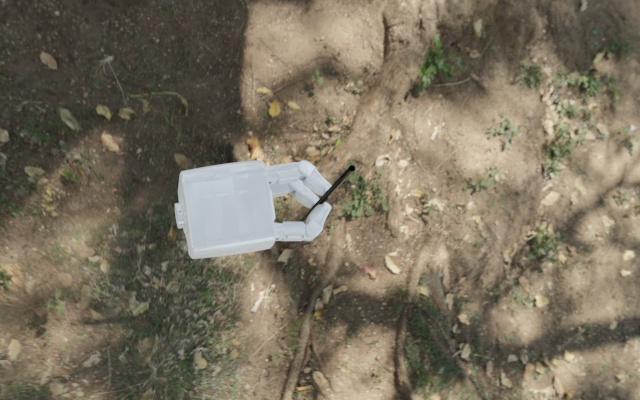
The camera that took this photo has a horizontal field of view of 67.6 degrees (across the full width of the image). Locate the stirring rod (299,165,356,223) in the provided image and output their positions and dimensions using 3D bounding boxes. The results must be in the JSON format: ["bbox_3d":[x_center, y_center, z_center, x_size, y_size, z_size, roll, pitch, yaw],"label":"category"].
[{"bbox_3d":[0.000,0.002,0.662,0.011,0.011,0.240,0,-19,-19],"label":"stirring rod"}]
